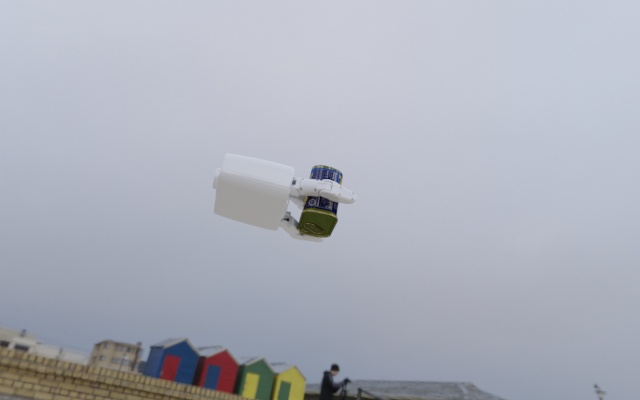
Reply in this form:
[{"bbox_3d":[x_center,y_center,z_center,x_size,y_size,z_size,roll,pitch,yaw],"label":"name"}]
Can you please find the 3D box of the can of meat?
[{"bbox_3d":[0.000,0.002,0.771,0.057,0.084,0.102,12,-25,-4],"label":"can of meat"}]
